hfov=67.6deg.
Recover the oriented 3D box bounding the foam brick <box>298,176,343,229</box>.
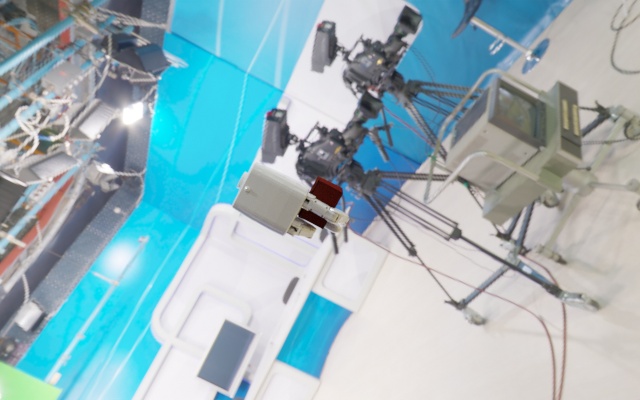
[{"bbox_3d":[0.000,0.003,0.862,0.051,0.078,0.053,28,9,-6],"label":"foam brick"}]
